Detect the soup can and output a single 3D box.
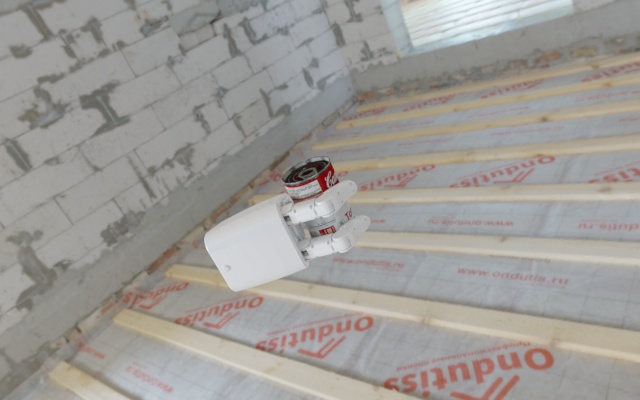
[{"bbox_3d":[0.001,0.002,0.631,0.068,0.102,0.068,-21,24,10],"label":"soup can"}]
